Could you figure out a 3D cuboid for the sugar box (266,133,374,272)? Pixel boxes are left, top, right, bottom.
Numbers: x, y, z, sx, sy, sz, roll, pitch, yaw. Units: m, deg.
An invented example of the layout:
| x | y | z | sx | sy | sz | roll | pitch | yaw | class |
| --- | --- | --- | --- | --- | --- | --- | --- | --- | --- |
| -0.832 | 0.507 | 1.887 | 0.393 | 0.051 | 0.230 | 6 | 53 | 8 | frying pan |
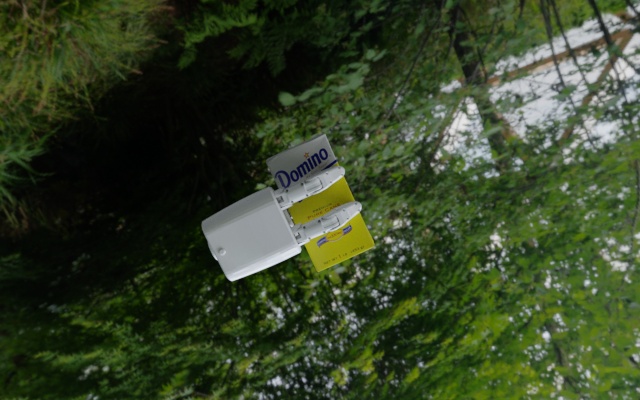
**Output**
| x | y | z | sx | sy | sz | roll | pitch | yaw | class |
| --- | --- | --- | --- | --- | --- | --- | --- | --- | --- |
| 0.000 | 0.002 | 0.683 | 0.093 | 0.176 | 0.048 | -25 | 9 | 2 | sugar box |
